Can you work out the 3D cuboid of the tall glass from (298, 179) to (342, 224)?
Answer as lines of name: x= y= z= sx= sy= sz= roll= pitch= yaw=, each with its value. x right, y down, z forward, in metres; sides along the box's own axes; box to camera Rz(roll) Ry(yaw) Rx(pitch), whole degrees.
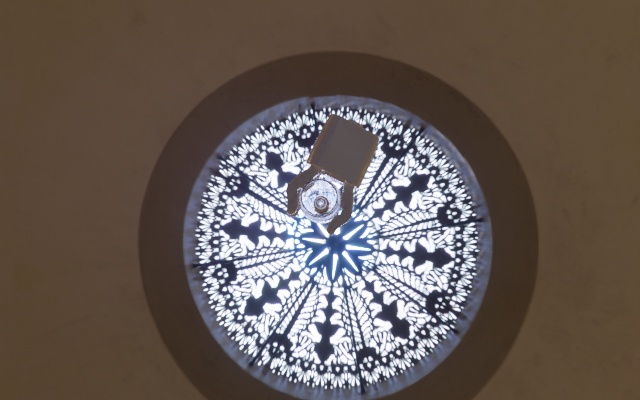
tall glass: x=0.000 y=0.003 z=0.897 sx=0.079 sy=0.079 sz=0.201 roll=0 pitch=-5 yaw=1
